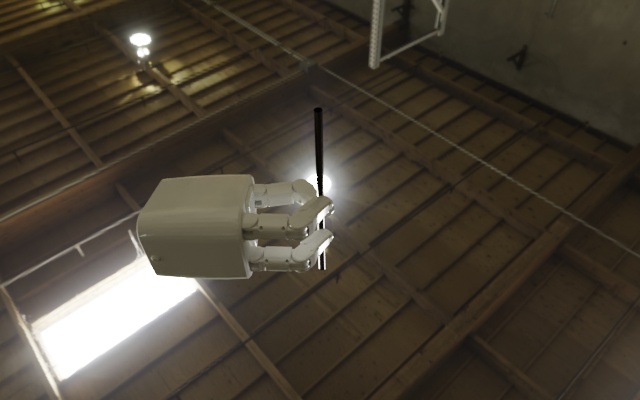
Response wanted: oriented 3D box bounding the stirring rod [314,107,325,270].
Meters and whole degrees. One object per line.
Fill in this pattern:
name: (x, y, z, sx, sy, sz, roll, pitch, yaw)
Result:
stirring rod: (0.000, 0.002, 0.518, 0.011, 0.011, 0.240, 0, -44, 1)
